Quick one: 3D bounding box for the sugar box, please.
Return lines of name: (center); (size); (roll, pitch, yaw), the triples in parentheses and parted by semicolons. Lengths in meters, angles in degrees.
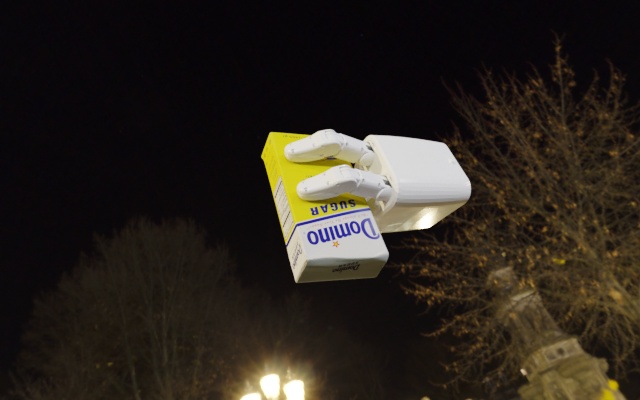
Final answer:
sugar box: (0.000, 0.001, 0.516); (0.093, 0.176, 0.048); (0, -43, -24)
